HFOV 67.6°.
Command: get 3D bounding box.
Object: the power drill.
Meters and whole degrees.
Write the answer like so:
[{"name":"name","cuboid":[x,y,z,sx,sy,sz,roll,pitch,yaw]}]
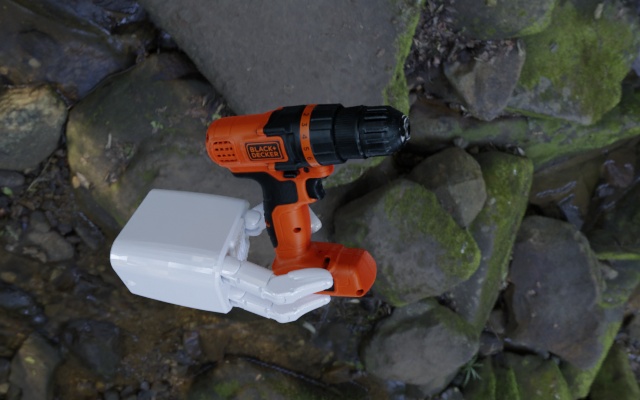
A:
[{"name":"power drill","cuboid":[0.000,0.002,0.442,0.184,0.188,0.057,1,32,25]}]
